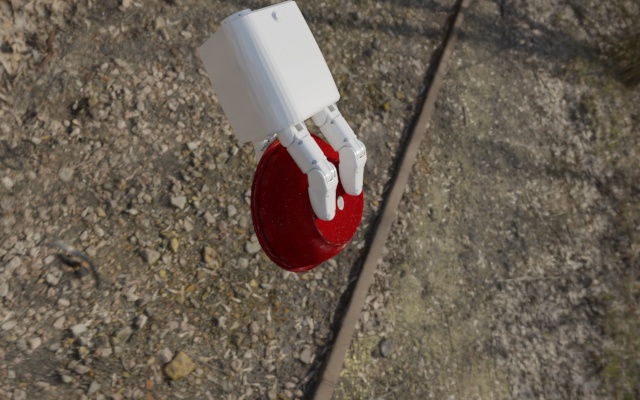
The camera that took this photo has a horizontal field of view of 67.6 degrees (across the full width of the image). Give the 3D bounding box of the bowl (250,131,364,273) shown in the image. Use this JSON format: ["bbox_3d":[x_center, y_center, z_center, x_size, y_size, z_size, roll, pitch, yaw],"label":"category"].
[{"bbox_3d":[0.001,0.003,0.530,0.055,0.162,0.162,1,1,40],"label":"bowl"}]
